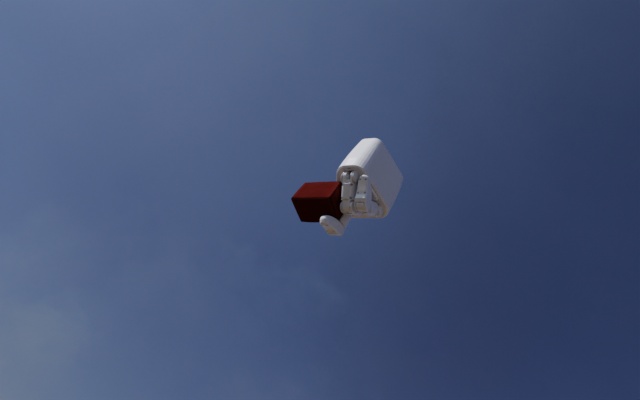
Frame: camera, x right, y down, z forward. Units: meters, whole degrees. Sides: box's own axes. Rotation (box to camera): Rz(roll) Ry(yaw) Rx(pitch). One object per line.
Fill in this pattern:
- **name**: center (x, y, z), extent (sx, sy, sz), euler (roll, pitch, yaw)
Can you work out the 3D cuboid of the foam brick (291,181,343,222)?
- **foam brick**: center (0.000, 0.003, 0.828), extent (0.078, 0.053, 0.051), euler (0, 35, 30)
